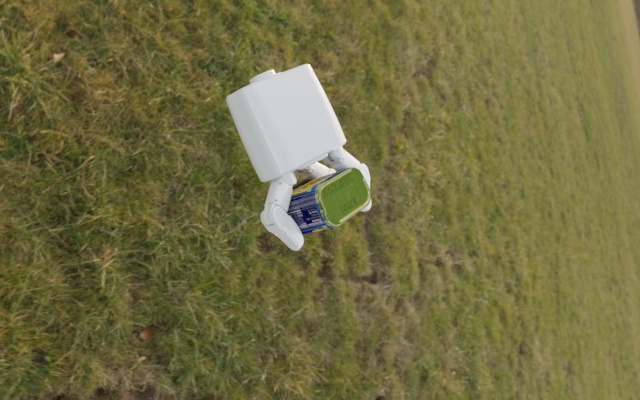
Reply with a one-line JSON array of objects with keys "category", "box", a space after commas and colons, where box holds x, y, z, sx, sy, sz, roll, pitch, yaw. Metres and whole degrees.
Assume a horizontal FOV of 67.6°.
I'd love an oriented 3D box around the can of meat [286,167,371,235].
[{"category": "can of meat", "box": [0.000, 0.002, 0.577, 0.084, 0.057, 0.102, -16, 11, 41]}]
